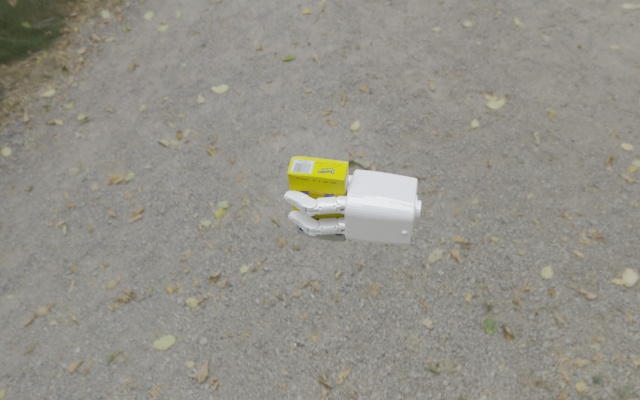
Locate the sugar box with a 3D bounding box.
[{"bbox_3d":[0.000,0.003,0.806,0.093,0.048,0.176,7,-39,10],"label":"sugar box"}]
